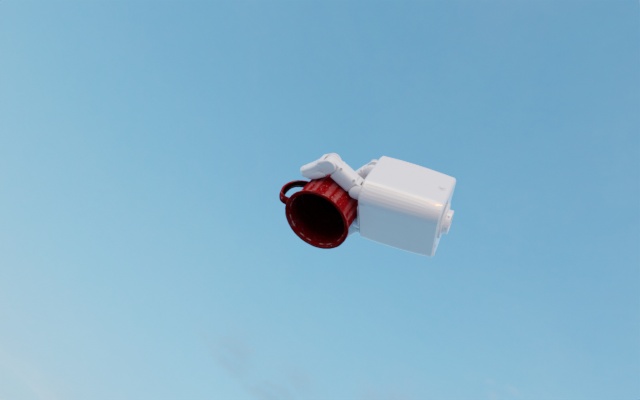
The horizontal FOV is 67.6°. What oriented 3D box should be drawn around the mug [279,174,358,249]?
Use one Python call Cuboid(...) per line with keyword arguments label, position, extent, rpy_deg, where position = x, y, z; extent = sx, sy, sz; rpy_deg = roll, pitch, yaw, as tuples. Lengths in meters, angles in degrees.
Cuboid(label="mug", position=(-0.001, 0.002, 0.661), extent=(0.117, 0.093, 0.081), rpy_deg=(19, 39, 18))
